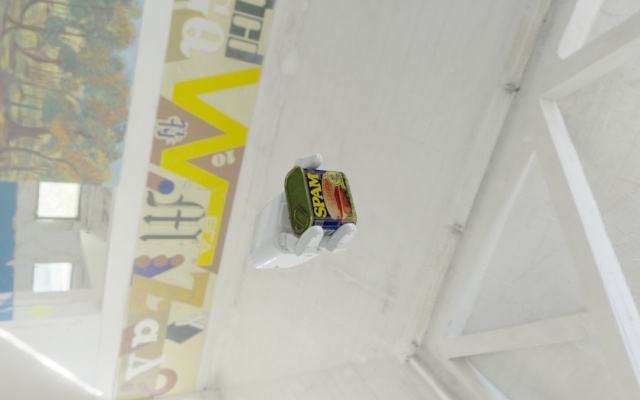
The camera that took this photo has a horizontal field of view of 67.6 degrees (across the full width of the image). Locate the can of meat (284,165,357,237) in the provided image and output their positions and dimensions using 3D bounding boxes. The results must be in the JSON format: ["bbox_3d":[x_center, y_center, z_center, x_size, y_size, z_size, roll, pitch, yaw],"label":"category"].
[{"bbox_3d":[0.000,0.002,0.714,0.084,0.102,0.057,3,-25,-33],"label":"can of meat"}]
